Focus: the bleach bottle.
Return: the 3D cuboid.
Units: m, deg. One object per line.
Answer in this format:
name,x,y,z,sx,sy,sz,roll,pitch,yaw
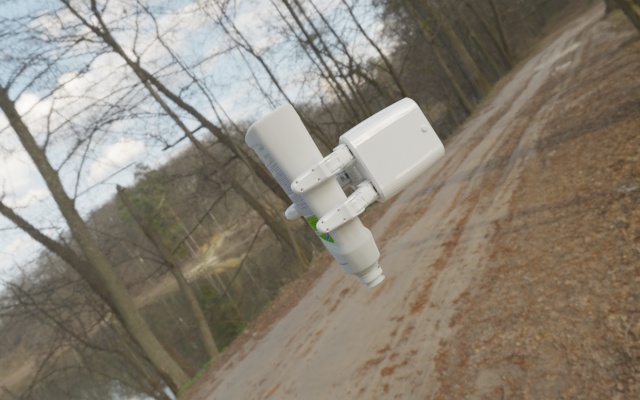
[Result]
bleach bottle,0.000,0.002,0.616,0.068,0.251,0.102,-35,4,-12
